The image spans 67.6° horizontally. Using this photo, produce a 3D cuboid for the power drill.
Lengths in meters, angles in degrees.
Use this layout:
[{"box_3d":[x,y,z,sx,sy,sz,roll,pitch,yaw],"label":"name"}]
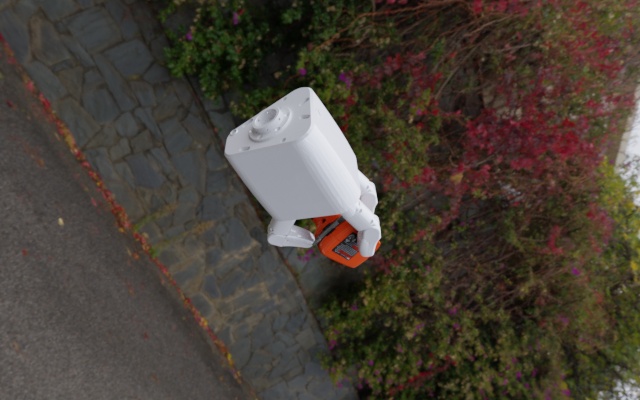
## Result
[{"box_3d":[0.000,0.002,0.649,0.187,0.057,0.184,52,11,32],"label":"power drill"}]
